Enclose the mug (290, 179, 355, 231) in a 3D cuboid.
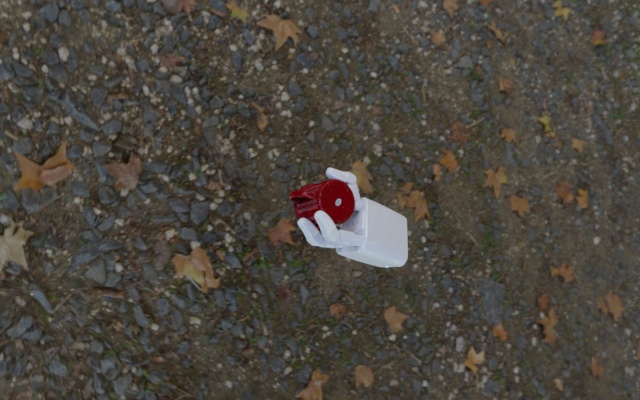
[{"bbox_3d":[-0.001,0.002,0.876,0.117,0.093,0.081,21,-19,-27],"label":"mug"}]
